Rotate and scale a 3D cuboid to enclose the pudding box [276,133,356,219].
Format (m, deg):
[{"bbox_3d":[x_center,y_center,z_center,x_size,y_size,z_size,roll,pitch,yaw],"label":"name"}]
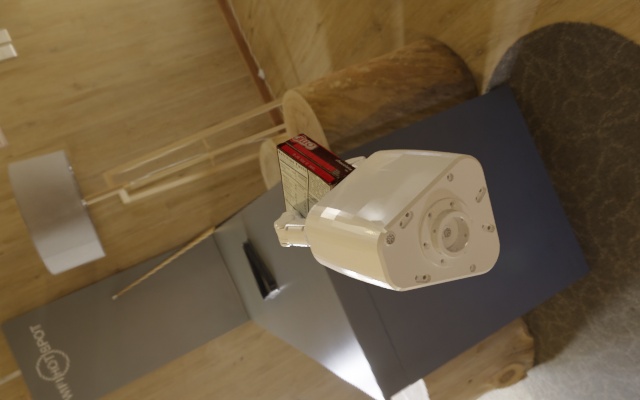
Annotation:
[{"bbox_3d":[0.000,0.002,0.475,0.039,0.114,0.090,-26,44,-26],"label":"pudding box"}]
